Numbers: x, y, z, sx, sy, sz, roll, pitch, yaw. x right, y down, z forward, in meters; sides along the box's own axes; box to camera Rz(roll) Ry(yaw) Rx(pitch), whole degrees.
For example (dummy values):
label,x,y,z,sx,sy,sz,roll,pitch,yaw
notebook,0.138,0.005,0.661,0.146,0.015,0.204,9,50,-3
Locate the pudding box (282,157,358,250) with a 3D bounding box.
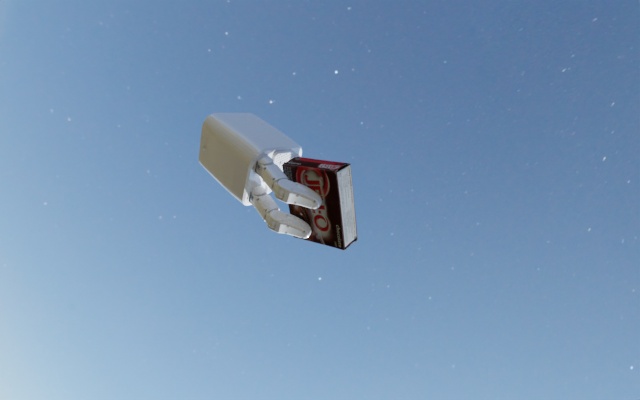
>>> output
label,x,y,z,sx,sy,sz,roll,pitch,yaw
pudding box,0.000,0.002,0.635,0.090,0.113,0.039,11,31,38
